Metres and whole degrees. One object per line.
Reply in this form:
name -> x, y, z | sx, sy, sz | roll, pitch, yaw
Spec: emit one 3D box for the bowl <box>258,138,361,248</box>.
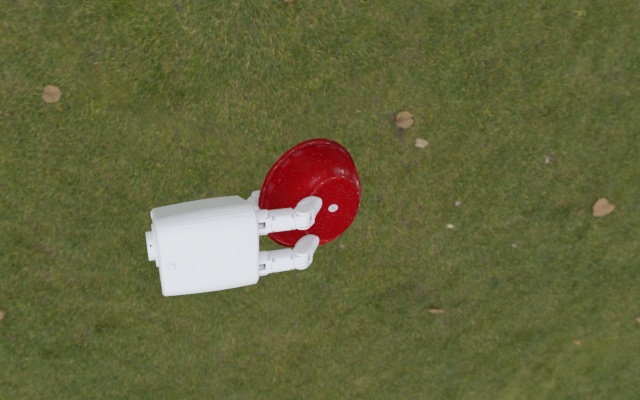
bowl -> 0.001, 0.002, 0.637 | 0.162, 0.162, 0.055 | 0, 22, -38
